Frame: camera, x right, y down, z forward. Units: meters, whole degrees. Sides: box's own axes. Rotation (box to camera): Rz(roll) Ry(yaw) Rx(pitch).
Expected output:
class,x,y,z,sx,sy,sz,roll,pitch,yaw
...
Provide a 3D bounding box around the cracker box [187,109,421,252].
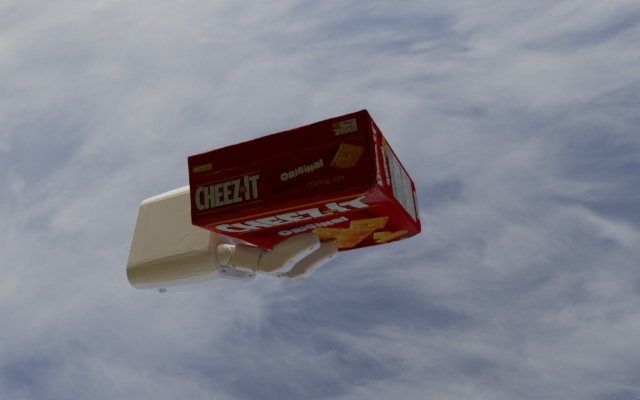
class,x,y,z,sx,sy,sz,roll,pitch,yaw
cracker box,0.000,0.001,0.472,0.164,0.072,0.214,-13,-17,18
